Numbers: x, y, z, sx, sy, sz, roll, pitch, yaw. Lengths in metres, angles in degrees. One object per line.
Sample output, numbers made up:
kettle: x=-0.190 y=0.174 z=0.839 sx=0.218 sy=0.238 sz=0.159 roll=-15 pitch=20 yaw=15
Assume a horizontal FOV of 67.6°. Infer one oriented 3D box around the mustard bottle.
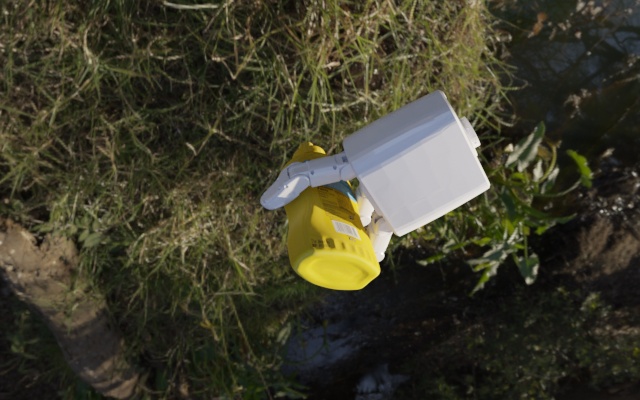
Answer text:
mustard bottle: x=0.000 y=0.002 z=0.525 sx=0.096 sy=0.191 sz=0.058 roll=20 pitch=-52 yaw=-32
